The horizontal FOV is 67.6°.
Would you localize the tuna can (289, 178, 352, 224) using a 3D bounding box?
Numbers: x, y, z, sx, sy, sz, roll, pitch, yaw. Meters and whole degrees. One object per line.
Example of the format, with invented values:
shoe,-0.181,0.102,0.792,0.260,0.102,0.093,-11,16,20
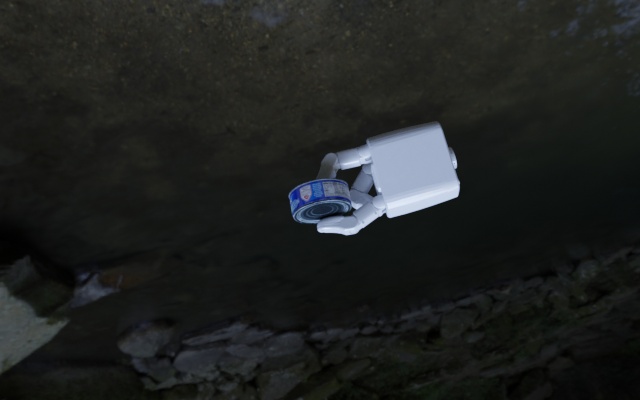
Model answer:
tuna can,0.000,0.003,0.670,0.086,0.033,0.086,-9,-22,-4
